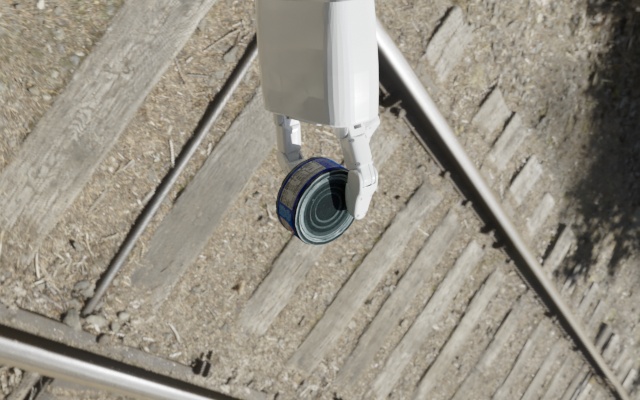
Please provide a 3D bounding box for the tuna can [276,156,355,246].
[{"bbox_3d":[0.000,0.002,0.478,0.086,0.086,0.033,0,24,-40],"label":"tuna can"}]
